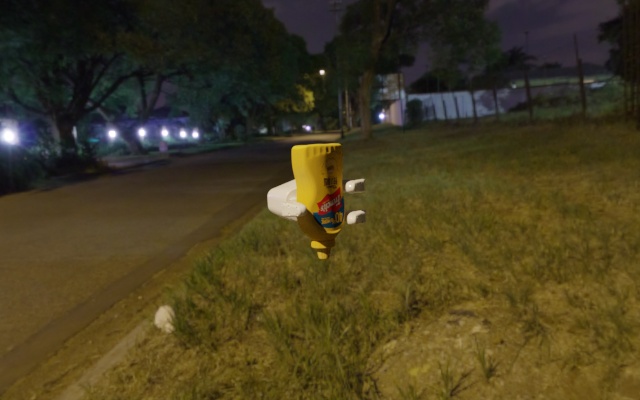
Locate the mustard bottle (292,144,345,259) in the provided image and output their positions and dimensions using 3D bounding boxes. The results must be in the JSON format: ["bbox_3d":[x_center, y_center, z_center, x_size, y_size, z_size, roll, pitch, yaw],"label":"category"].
[{"bbox_3d":[0.000,0.002,0.797,0.058,0.191,0.096,2,8,41],"label":"mustard bottle"}]
